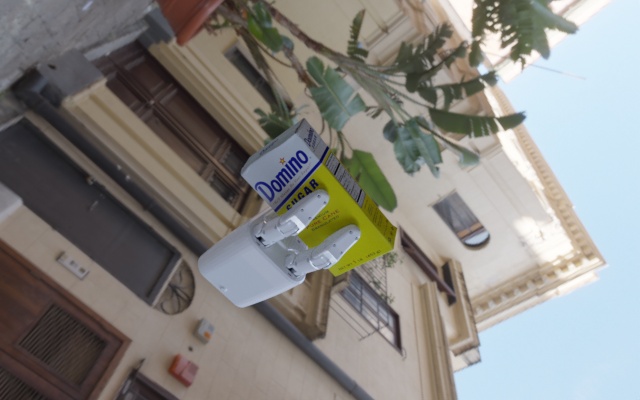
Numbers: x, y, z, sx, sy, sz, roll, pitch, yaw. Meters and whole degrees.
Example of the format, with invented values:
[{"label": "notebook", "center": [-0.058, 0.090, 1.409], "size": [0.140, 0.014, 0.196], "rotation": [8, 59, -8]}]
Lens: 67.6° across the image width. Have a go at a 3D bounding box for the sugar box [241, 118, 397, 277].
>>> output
[{"label": "sugar box", "center": [0.000, 0.002, 0.551], "size": [0.093, 0.176, 0.048], "rotation": [-31, 22, 31]}]
